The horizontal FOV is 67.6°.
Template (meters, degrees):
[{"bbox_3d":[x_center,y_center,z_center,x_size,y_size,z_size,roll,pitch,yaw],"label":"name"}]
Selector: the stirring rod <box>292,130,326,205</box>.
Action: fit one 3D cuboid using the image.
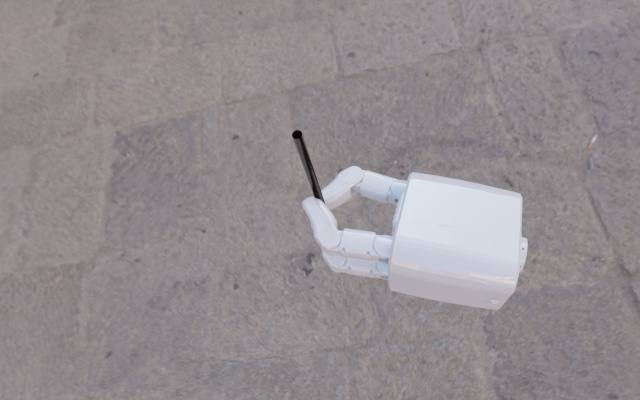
[{"bbox_3d":[0.000,0.002,0.465,0.011,0.011,0.240,0,-25,9],"label":"stirring rod"}]
